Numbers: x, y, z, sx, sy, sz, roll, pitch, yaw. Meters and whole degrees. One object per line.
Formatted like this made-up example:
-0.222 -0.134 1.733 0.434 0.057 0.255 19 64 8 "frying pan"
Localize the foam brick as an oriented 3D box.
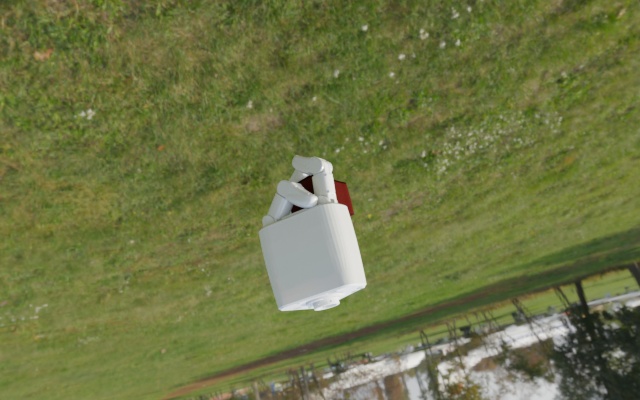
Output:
0.000 0.002 0.659 0.053 0.051 0.078 -29 -25 32 "foam brick"
